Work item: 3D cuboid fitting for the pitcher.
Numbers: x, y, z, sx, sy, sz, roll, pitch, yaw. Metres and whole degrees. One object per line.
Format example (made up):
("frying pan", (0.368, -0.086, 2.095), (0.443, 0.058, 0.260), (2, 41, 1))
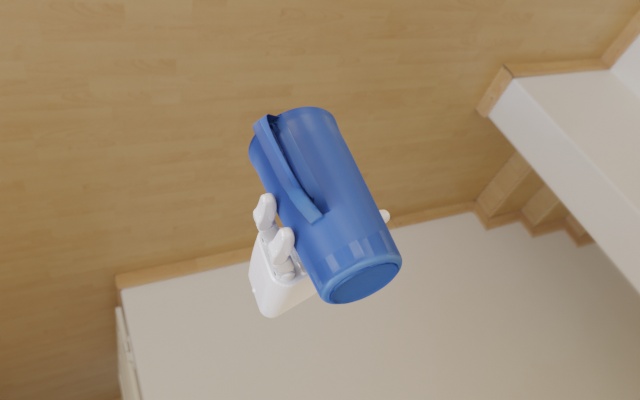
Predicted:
("pitcher", (0.000, 0.002, 0.611), (0.149, 0.242, 0.145), (-10, -34, -27))
